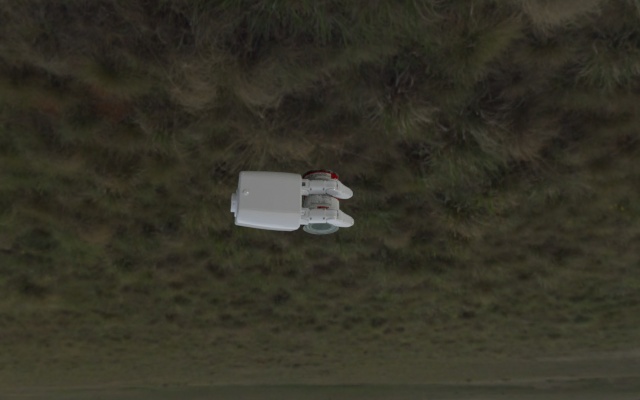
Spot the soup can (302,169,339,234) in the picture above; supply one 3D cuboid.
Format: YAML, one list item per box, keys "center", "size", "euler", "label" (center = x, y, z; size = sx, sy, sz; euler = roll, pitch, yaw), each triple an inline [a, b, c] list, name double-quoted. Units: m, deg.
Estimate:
- center: [0.001, 0.003, 0.869]
  size: [0.068, 0.102, 0.068]
  euler: [0, -23, 0]
  label: "soup can"
